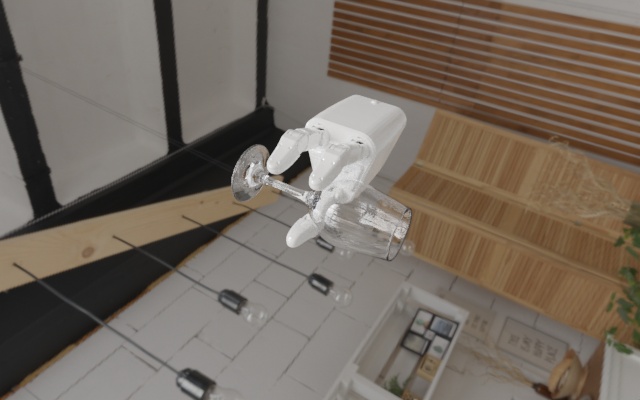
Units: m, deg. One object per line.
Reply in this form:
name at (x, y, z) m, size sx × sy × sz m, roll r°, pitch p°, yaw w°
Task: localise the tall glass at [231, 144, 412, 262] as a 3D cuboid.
tall glass at (-0.001, 0.002, 0.545) m, size 0.201 × 0.079 × 0.079 m, roll 23°, pitch 9°, yaw 23°
